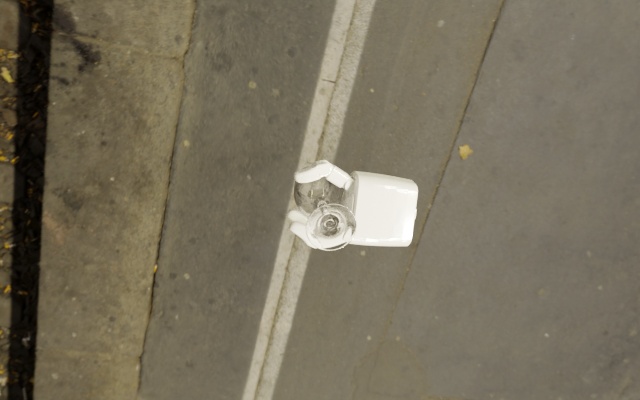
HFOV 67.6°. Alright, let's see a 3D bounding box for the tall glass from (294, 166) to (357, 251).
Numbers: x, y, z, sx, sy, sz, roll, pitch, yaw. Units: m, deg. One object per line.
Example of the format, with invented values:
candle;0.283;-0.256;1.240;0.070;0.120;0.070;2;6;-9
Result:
tall glass;0.000;0.003;0.767;0.079;0.079;0.201;0;21;-10
